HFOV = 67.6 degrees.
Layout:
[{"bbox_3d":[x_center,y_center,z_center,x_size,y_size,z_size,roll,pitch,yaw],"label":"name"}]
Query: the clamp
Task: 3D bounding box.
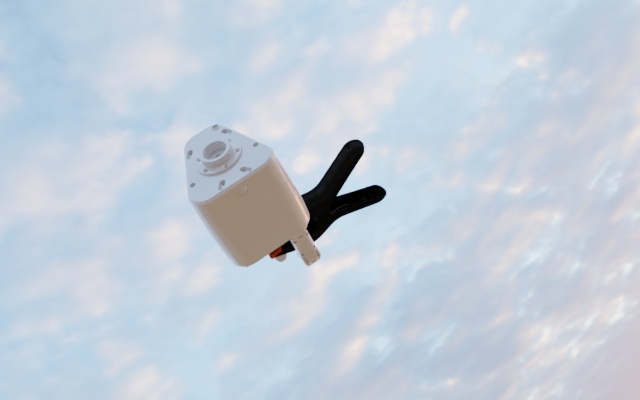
[{"bbox_3d":[0.000,0.002,0.568,0.171,0.120,0.039,-34,48,-9],"label":"clamp"}]
